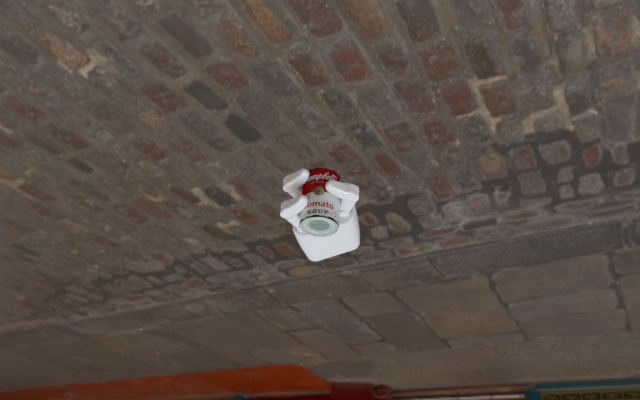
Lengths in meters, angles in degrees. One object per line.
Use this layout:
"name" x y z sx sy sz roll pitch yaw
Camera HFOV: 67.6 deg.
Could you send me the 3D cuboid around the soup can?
"soup can" 0.000 0.003 0.815 0.068 0.102 0.069 3 -34 2
